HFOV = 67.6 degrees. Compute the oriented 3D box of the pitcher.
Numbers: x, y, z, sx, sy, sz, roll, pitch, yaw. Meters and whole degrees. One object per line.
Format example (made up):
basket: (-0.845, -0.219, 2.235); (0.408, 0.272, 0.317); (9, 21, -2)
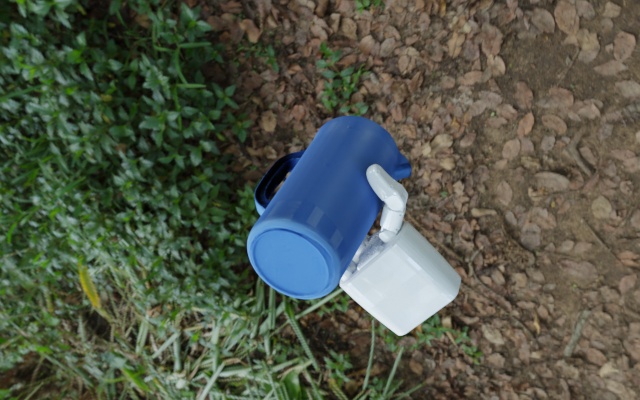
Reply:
pitcher: (0.000, 0.002, 0.591); (0.149, 0.145, 0.242); (-40, 10, 38)
